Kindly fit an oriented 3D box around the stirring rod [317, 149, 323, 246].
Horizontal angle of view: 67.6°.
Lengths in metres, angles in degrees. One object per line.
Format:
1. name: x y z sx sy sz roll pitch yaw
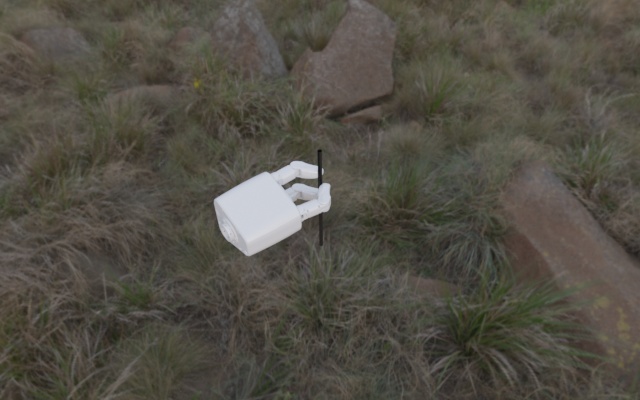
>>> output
1. stirring rod: 0.000 0.003 0.889 0.011 0.240 0.011 -1 44 0
